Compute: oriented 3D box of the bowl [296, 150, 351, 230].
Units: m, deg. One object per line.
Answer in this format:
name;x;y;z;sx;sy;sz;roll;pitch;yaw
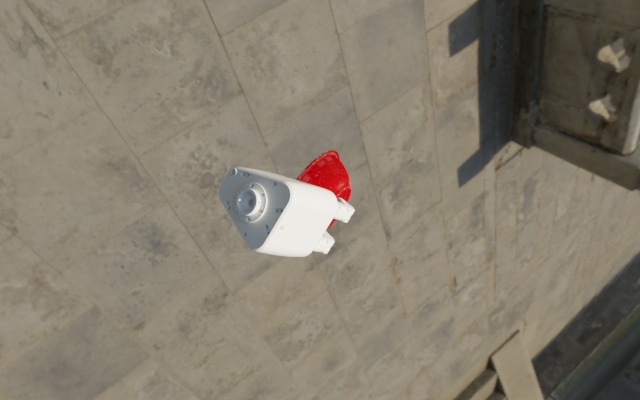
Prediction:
bowl;0.001;0.002;0.758;0.055;0.162;0.162;35;11;16
